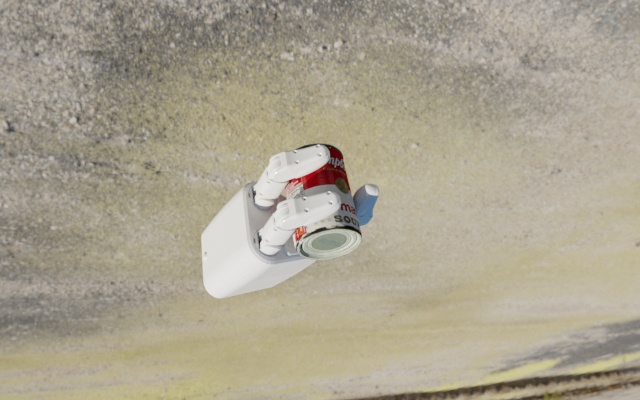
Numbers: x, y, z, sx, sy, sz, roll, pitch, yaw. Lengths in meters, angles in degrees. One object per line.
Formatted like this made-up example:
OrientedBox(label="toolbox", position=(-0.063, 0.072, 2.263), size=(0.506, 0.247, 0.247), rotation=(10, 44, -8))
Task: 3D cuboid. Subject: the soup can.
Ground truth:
OrientedBox(label="soup can", position=(0.001, 0.002, 0.492), size=(0.068, 0.102, 0.068), rotation=(-8, -31, -5))
